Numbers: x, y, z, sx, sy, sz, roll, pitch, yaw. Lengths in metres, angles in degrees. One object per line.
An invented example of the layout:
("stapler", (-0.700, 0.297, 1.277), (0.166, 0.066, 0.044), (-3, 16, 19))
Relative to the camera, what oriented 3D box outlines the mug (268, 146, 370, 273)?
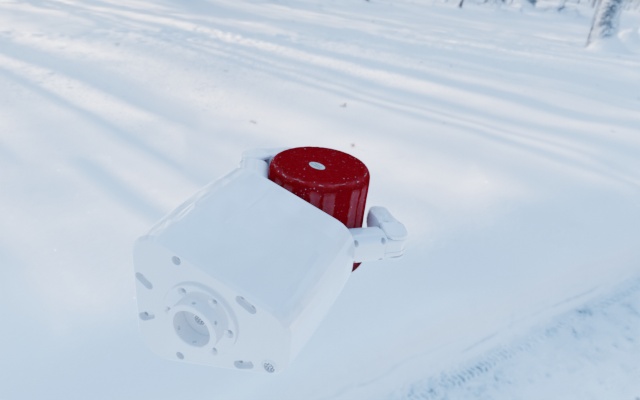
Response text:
("mug", (0.001, 0.001, 0.409), (0.093, 0.081, 0.117), (15, 29, 15))
